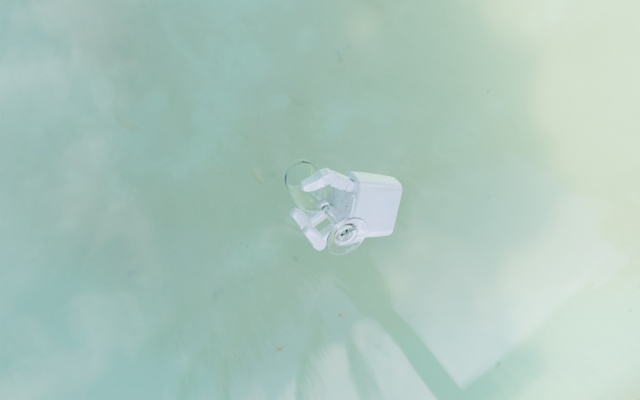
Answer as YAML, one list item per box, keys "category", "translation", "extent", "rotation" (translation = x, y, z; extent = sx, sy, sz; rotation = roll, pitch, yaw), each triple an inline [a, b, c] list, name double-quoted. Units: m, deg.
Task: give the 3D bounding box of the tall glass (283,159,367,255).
- category: "tall glass"
  translation: [0.000, 0.003, 0.834]
  extent: [0.079, 0.079, 0.201]
  rotation: [0, 34, -32]
